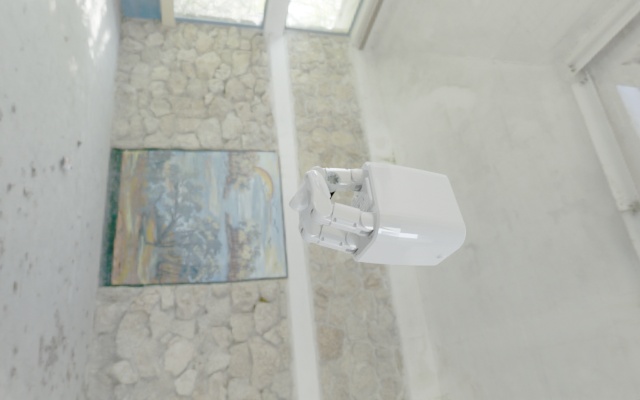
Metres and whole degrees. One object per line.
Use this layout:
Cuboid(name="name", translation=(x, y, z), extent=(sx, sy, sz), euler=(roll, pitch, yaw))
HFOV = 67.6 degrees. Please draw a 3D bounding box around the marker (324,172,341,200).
Cuboid(name="marker", translation=(0.000, 0.002, 0.576), extent=(0.020, 0.020, 0.121), euler=(0, -25, -15))
